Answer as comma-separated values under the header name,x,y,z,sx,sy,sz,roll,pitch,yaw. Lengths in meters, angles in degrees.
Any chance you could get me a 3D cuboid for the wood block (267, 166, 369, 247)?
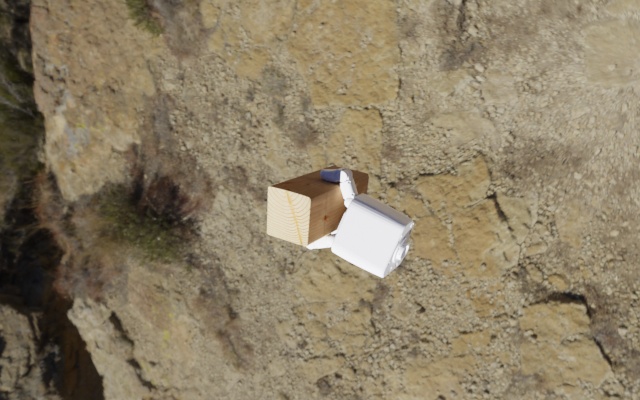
name,x,y,z,sx,sy,sz,roll,pitch,yaw
wood block,0.000,0.003,0.887,0.090,0.091,0.206,15,21,30
